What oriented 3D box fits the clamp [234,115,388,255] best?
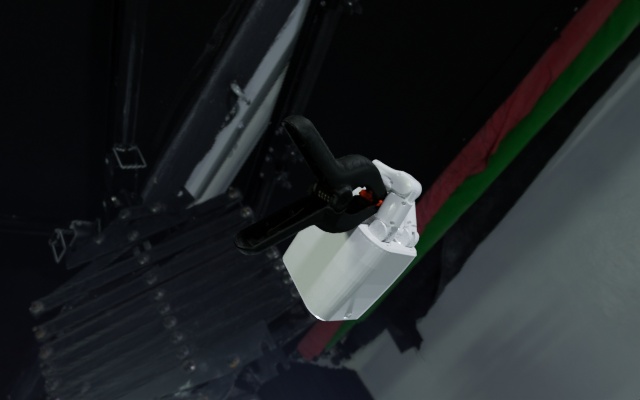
[{"bbox_3d":[0.000,0.001,0.428,0.171,0.120,0.039,18,21,-51],"label":"clamp"}]
